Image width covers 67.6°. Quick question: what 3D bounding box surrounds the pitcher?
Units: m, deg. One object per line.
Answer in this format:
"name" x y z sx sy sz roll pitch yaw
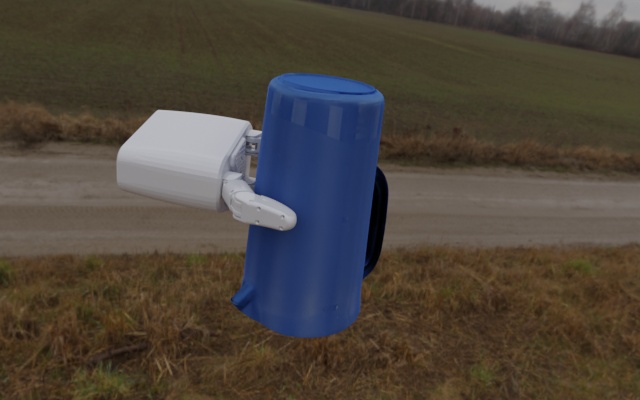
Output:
"pitcher" 0.000 0.002 0.488 0.145 0.243 0.149 11 23 6
